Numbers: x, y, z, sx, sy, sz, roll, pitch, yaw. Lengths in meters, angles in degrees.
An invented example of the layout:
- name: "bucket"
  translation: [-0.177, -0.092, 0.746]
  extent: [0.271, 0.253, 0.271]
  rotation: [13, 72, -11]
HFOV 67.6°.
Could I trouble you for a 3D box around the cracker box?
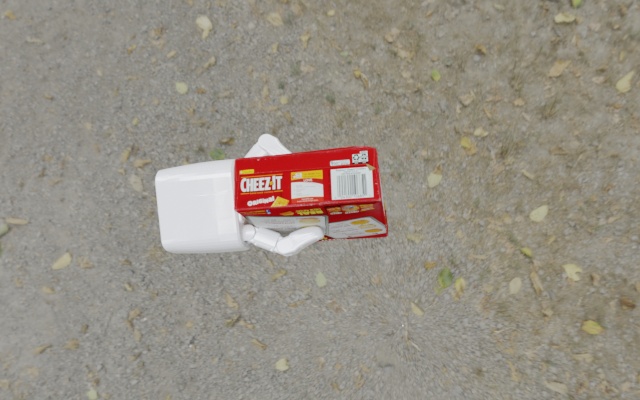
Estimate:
- name: "cracker box"
  translation: [0.000, 0.002, 0.619]
  extent: [0.164, 0.072, 0.214]
  rotation: [-5, -15, 9]
